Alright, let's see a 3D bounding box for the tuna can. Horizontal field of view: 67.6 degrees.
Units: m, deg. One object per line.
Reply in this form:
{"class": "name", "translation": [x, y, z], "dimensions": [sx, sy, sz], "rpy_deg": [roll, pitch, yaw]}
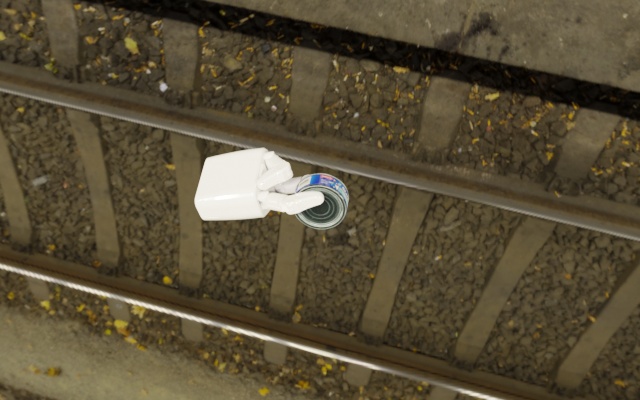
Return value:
{"class": "tuna can", "translation": [0.000, 0.003, 0.740], "dimensions": [0.086, 0.086, 0.033], "rpy_deg": [0, 35, 8]}
